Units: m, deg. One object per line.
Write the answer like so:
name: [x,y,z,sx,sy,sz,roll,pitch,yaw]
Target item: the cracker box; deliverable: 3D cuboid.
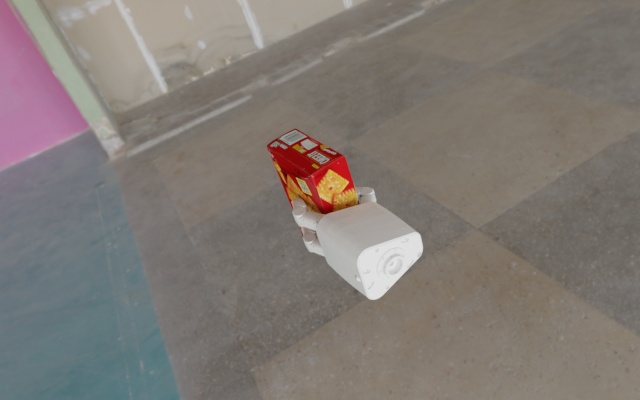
cracker box: [0.000,0.002,0.808,0.072,0.214,0.164,-31,35,-17]
